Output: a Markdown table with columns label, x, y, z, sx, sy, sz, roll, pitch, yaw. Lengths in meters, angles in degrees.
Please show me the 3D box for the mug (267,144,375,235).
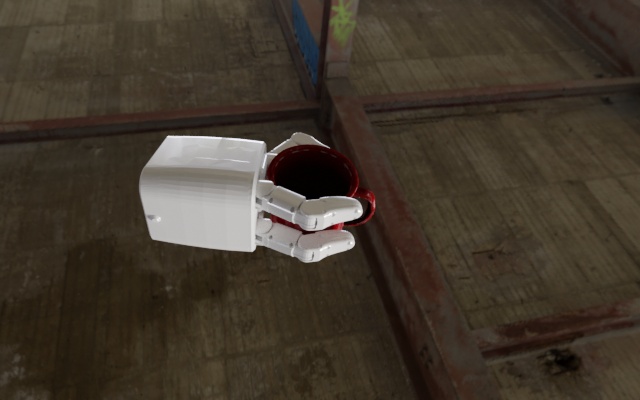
| label | x | y | z | sx | sy | sz | roll | pitch | yaw |
| --- | --- | --- | --- | --- | --- | --- | --- | --- | --- |
| mug | 0.001 | 0.002 | 0.515 | 0.117 | 0.093 | 0.082 | 6 | -42 | -3 |
